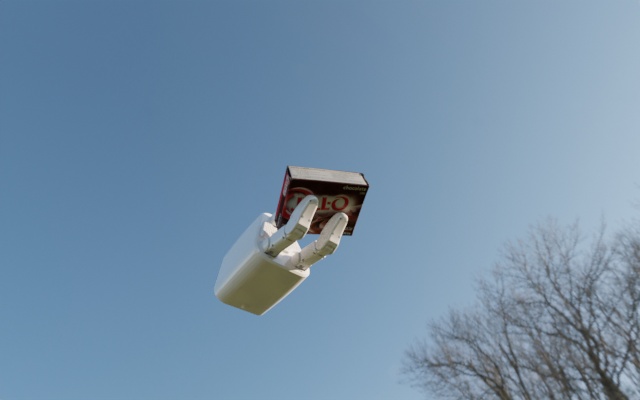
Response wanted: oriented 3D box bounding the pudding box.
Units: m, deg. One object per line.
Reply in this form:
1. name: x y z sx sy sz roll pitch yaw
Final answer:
1. pudding box: 0.000 0.002 0.656 0.113 0.090 0.039 3 37 -19
